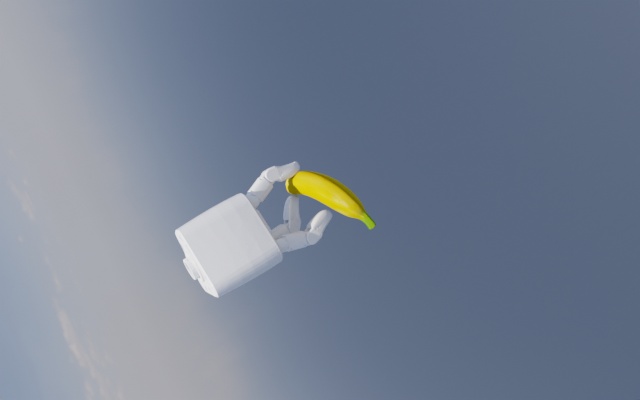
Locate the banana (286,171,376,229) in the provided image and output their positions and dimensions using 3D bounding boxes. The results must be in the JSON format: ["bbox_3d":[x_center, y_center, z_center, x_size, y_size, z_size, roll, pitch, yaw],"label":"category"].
[{"bbox_3d":[-0.003,-0.011,0.701,0.037,0.070,0.197,-35,37,-23],"label":"banana"}]
